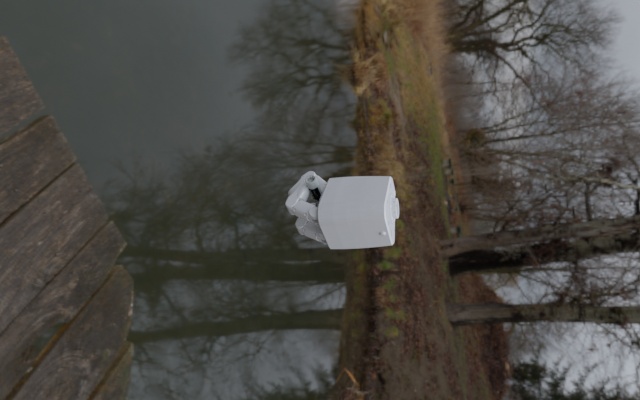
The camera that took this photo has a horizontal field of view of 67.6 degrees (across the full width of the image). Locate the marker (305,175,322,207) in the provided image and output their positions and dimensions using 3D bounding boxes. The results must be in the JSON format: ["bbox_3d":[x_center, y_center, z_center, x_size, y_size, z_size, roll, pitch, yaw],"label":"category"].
[{"bbox_3d":[0.000,0.003,0.815,0.020,0.020,0.121,0,-38,20],"label":"marker"}]
